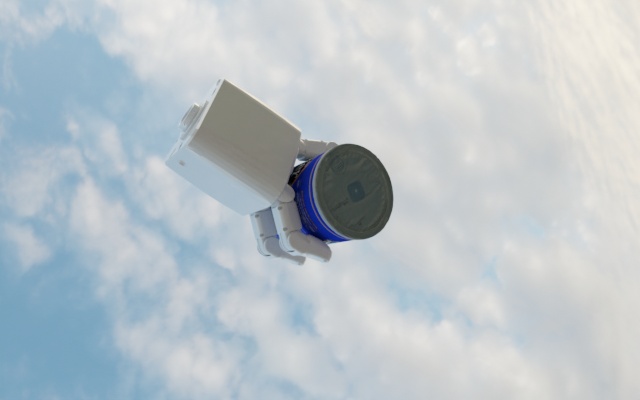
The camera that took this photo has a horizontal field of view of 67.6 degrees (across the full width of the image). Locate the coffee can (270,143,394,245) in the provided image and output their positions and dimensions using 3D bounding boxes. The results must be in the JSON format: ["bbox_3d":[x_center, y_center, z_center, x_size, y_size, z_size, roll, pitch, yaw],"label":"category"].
[{"bbox_3d":[0.000,0.002,0.554,0.103,0.103,0.140,0,-10,-34],"label":"coffee can"}]
